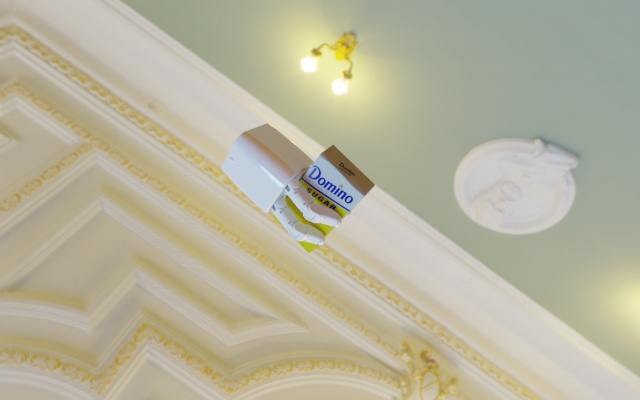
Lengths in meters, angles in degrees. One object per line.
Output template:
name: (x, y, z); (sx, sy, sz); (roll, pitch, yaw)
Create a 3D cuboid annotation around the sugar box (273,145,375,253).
sugar box: (0.000, 0.003, 0.770); (0.048, 0.093, 0.176); (-42, -6, -45)
